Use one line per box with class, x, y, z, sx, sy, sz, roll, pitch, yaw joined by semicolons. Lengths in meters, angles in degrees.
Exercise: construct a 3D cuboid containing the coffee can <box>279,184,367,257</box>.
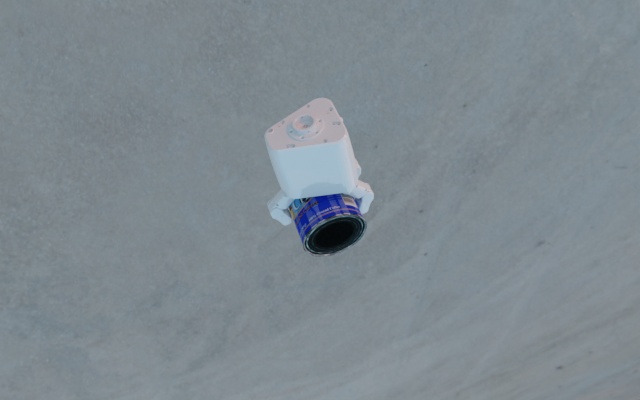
coffee can;0.000;0.002;0.757;0.103;0.140;0.103;-15;-36;-12
